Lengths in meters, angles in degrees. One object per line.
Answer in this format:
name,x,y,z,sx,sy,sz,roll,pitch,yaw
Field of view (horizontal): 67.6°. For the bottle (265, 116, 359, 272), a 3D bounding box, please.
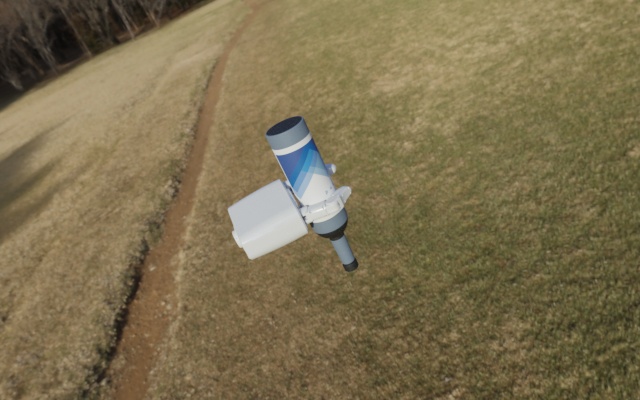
bottle,0.000,0.002,0.812,0.069,0.296,0.069,-20,26,11
